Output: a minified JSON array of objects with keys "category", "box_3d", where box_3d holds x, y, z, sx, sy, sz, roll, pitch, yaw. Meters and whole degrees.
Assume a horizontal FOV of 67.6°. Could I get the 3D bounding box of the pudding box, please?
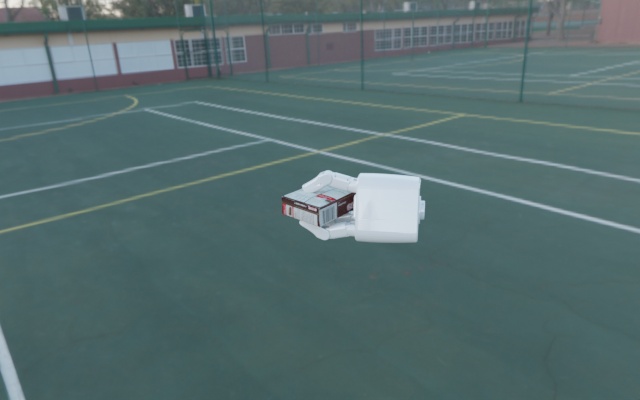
[{"category":"pudding box","box_3d":[0.000,0.003,0.852,0.090,0.039,0.113,16,26,37]}]
